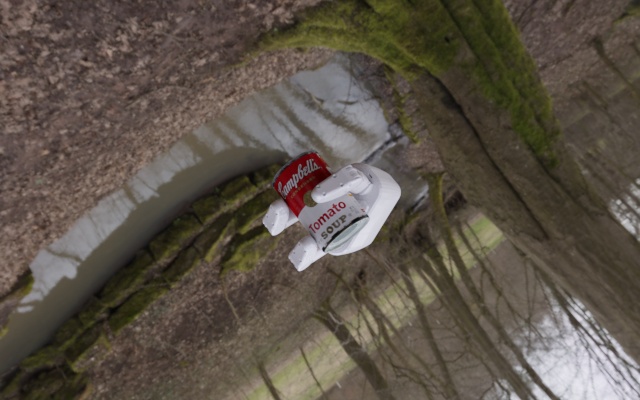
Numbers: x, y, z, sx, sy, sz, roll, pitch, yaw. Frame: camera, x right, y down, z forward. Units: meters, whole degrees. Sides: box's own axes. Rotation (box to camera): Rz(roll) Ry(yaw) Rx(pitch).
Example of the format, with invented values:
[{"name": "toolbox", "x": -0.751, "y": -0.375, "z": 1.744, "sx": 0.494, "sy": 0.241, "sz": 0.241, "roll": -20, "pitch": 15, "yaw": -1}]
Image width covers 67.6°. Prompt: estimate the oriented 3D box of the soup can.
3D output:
[{"name": "soup can", "x": 0.000, "y": 0.002, "z": 0.552, "sx": 0.068, "sy": 0.102, "sz": 0.068, "roll": -35, "pitch": -16, "yaw": -12}]
